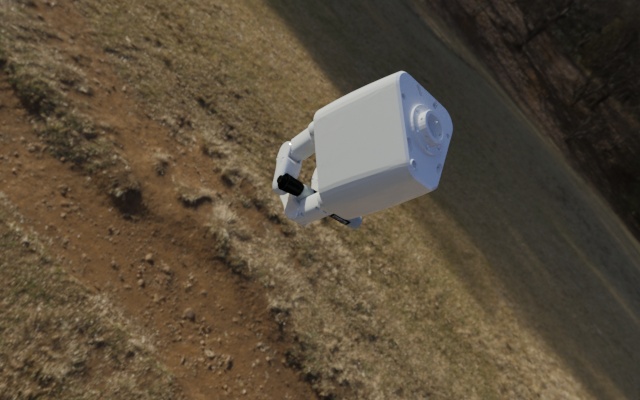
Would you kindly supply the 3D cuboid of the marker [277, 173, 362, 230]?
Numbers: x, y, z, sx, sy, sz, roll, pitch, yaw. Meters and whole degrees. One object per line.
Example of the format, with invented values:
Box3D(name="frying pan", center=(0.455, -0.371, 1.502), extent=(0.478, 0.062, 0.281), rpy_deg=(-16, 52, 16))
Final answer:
Box3D(name="marker", center=(0.000, 0.002, 0.527), extent=(0.121, 0.020, 0.020), rpy_deg=(30, -19, -36))
